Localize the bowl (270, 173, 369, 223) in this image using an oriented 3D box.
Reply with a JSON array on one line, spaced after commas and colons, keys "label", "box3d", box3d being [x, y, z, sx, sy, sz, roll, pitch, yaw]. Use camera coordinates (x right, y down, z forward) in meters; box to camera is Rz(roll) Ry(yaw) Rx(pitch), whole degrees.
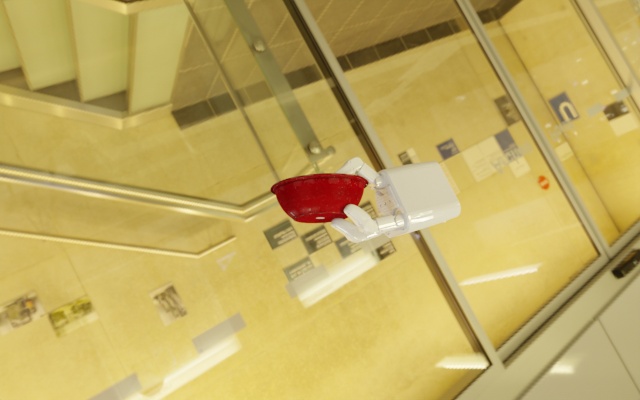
[{"label": "bowl", "box3d": [-0.001, 0.003, 0.778, 0.162, 0.055, 0.162, -3, -12, -1]}]
